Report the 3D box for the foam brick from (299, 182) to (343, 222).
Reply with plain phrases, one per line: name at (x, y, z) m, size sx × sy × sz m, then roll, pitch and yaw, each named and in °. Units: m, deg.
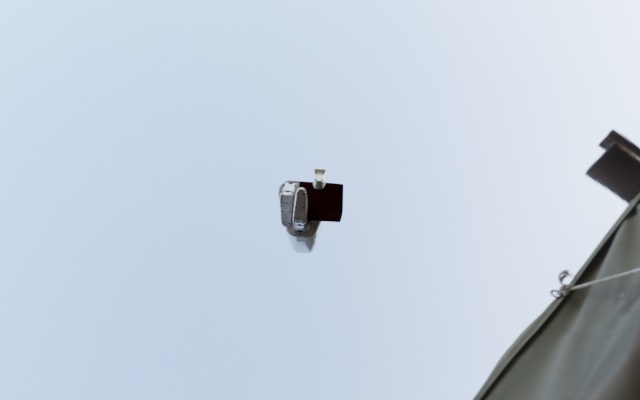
foam brick at (0.000, 0.003, 0.825) m, size 0.078 × 0.053 × 0.051 m, roll 4°, pitch -24°, yaw 2°
